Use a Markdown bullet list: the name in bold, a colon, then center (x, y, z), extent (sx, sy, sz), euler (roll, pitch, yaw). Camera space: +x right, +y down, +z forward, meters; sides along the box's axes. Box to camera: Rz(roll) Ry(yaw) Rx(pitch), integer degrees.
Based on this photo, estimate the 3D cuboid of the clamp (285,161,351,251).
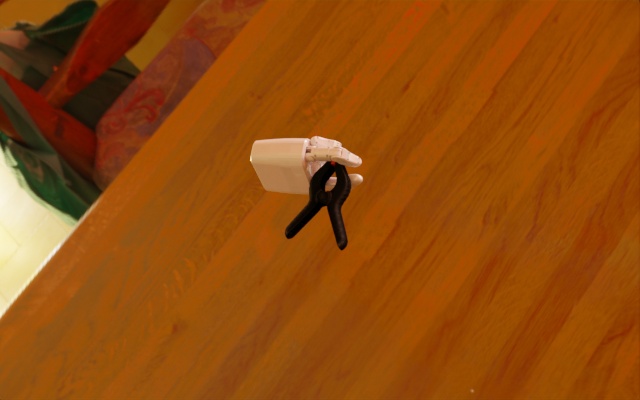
- **clamp**: center (0.000, 0.002, 0.852), extent (0.120, 0.171, 0.039), euler (3, -20, 19)
